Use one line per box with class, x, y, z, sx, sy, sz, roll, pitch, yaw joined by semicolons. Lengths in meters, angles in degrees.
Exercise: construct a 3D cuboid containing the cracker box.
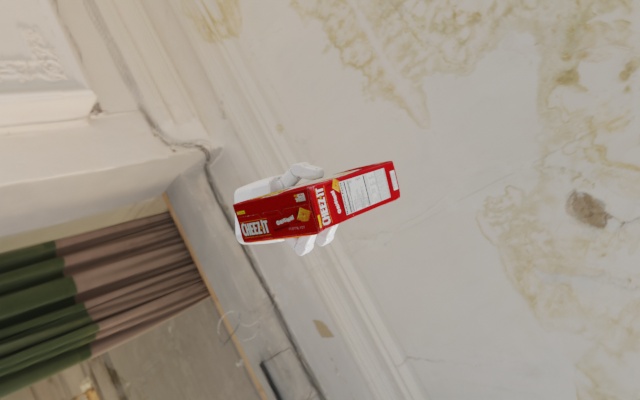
cracker box;0.000;0.002;0.749;0.164;0.072;0.213;-12;5;42
